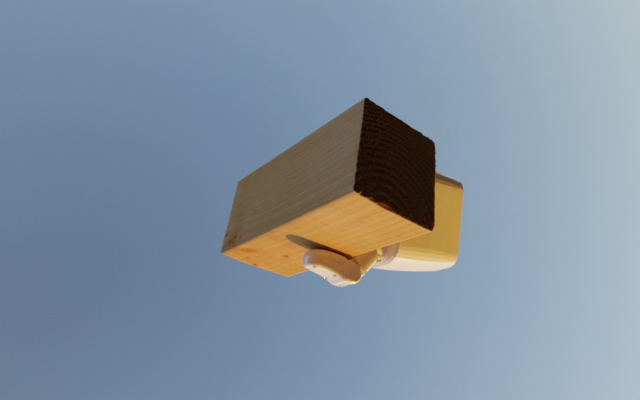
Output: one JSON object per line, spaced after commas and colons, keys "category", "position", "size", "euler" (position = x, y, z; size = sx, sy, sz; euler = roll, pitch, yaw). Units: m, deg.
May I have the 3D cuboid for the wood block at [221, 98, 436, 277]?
{"category": "wood block", "position": [0.000, 0.002, 0.457], "size": [0.090, 0.090, 0.206], "euler": [25, -32, -30]}
